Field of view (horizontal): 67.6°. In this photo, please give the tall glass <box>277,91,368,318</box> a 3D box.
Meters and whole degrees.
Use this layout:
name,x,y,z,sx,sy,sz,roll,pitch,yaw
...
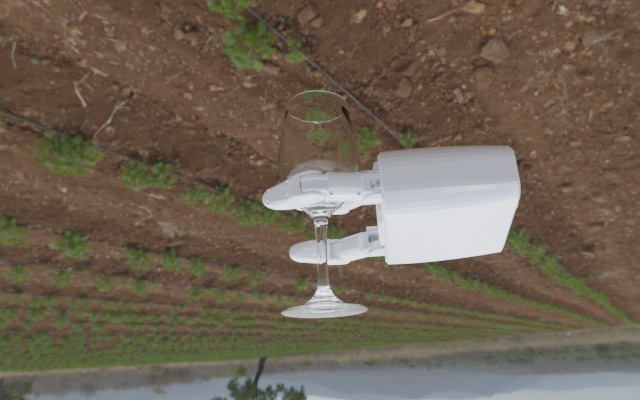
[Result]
name,x,y,z,sx,sy,sz,roll,pitch,yaw
tall glass,0.000,0.002,0.438,0.079,0.201,0.079,-2,-20,-1
